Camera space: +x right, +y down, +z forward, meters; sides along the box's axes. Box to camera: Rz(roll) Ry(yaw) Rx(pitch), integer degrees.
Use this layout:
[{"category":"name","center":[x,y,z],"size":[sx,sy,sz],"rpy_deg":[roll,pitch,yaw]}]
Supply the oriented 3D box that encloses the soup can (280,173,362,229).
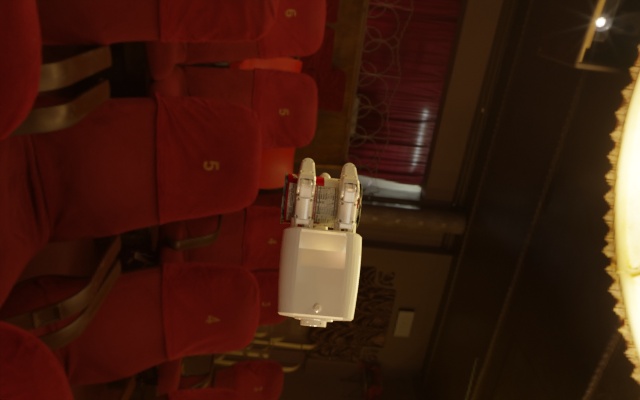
[{"category":"soup can","center":[0.000,0.002,0.639],"size":[0.102,0.068,0.068],"rpy_deg":[6,0,-3]}]
